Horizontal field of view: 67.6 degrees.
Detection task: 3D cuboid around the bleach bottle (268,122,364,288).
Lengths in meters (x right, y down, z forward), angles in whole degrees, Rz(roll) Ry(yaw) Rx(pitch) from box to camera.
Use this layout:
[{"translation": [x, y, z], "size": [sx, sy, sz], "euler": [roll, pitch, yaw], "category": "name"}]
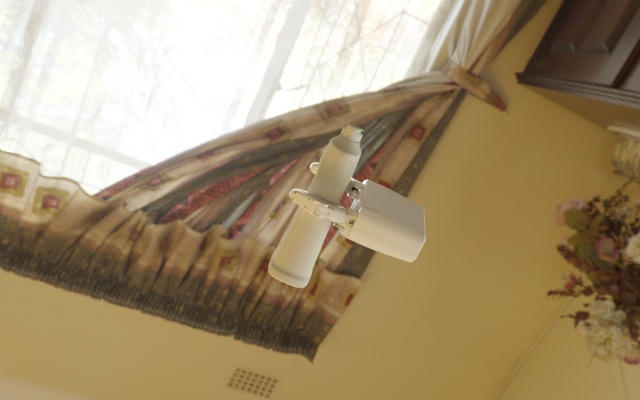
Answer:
[{"translation": [0.000, 0.002, 0.730], "size": [0.068, 0.251, 0.102], "euler": [24, 16, -4], "category": "bleach bottle"}]
